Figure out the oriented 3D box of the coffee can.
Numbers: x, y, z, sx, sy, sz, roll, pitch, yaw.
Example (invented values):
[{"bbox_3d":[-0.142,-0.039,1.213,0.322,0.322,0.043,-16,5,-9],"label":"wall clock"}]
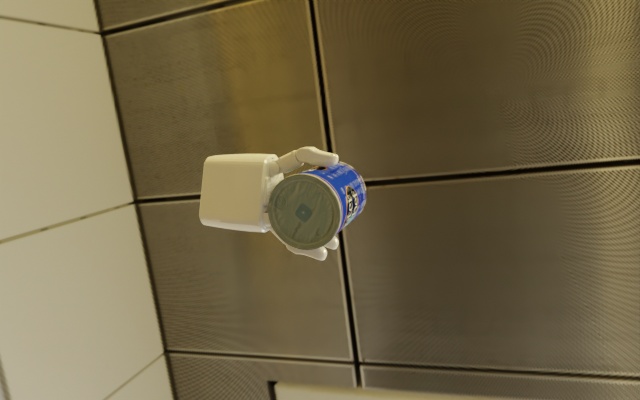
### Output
[{"bbox_3d":[0.000,0.002,0.687,0.103,0.103,0.140,0,12,20],"label":"coffee can"}]
